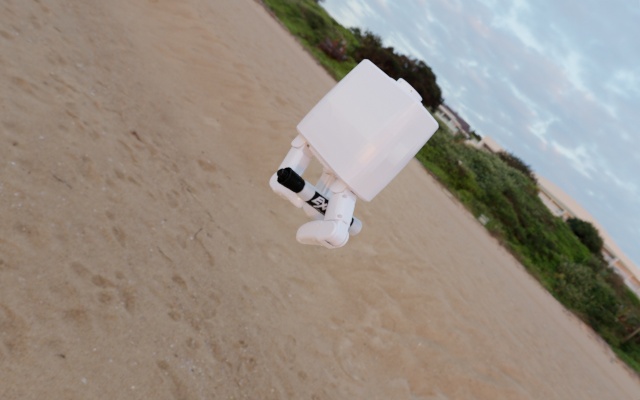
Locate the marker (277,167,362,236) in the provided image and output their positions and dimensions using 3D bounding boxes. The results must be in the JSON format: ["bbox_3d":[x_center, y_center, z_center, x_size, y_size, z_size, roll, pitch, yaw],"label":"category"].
[{"bbox_3d":[0.000,0.002,0.484,0.020,0.020,0.121,0,-28,46],"label":"marker"}]
